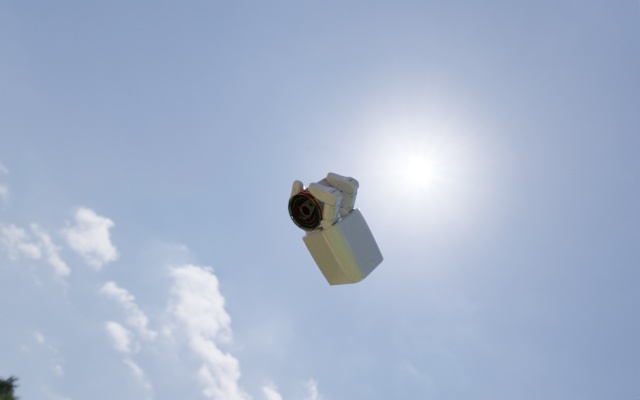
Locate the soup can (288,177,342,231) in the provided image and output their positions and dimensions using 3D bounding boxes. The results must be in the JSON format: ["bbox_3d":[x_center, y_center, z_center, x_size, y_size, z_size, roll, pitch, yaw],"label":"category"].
[{"bbox_3d":[0.000,0.002,0.844,0.068,0.068,0.102,0,21,37],"label":"soup can"}]
